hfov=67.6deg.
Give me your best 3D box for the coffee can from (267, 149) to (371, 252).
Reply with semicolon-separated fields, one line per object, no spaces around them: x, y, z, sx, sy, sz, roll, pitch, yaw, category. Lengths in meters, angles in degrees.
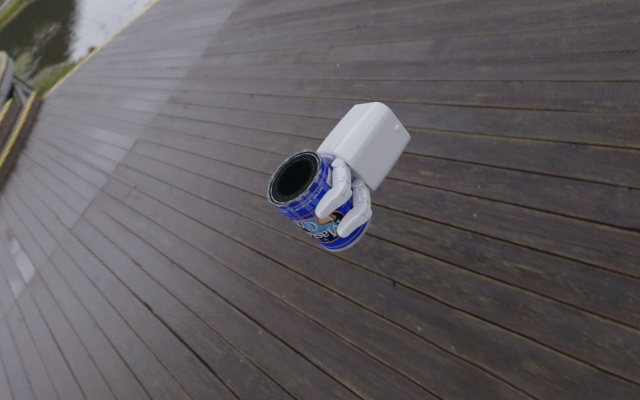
0.000;0.003;0.748;0.103;0.102;0.140;0;-32;44;coffee can
